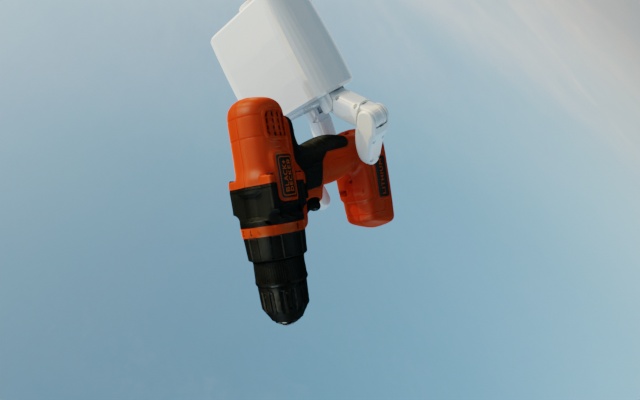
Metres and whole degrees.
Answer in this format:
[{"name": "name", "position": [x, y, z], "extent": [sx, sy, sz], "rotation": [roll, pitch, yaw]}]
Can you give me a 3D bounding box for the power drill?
[{"name": "power drill", "position": [0.000, 0.001, 0.440], "extent": [0.057, 0.184, 0.187], "rotation": [-7, 2, 35]}]
